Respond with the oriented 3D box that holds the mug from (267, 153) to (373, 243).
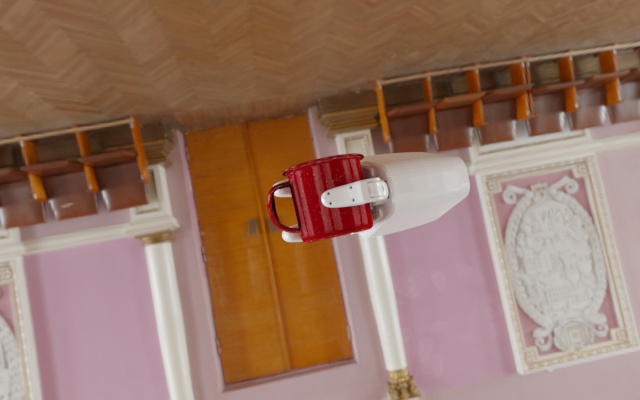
[{"bbox_3d":[-0.001,0.002,0.520,0.117,0.081,0.093,-11,-5,-20],"label":"mug"}]
